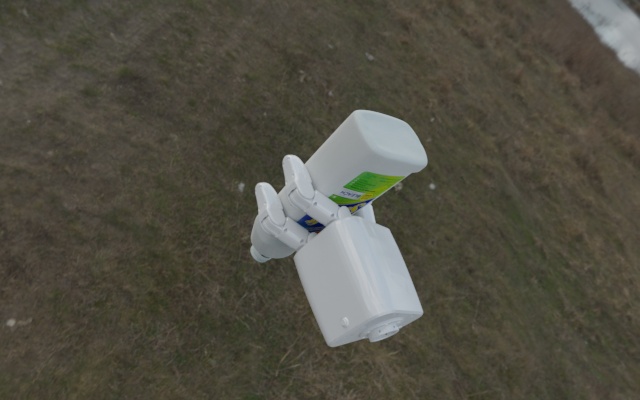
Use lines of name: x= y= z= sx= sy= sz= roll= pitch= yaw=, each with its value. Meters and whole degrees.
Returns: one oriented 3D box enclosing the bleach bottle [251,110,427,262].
bleach bottle: x=0.000 y=0.002 z=0.562 sx=0.102 sy=0.068 sz=0.251 roll=5 pitch=-37 yaw=-42
